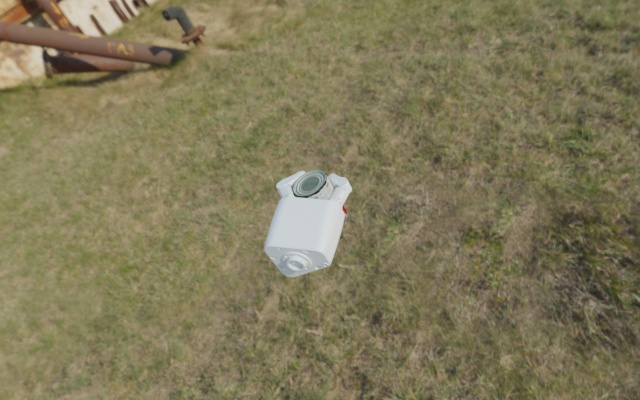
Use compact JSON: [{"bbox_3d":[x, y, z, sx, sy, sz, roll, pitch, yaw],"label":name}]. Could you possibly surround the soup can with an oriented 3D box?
[{"bbox_3d":[0.000,0.002,0.872,0.068,0.068,0.102,0,-42,33],"label":"soup can"}]
